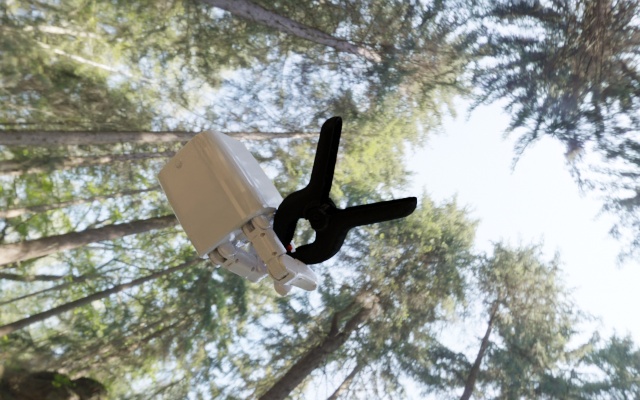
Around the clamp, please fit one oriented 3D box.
[{"bbox_3d":[0.000,0.002,0.487,0.171,0.120,0.039,-36,-11,26],"label":"clamp"}]
